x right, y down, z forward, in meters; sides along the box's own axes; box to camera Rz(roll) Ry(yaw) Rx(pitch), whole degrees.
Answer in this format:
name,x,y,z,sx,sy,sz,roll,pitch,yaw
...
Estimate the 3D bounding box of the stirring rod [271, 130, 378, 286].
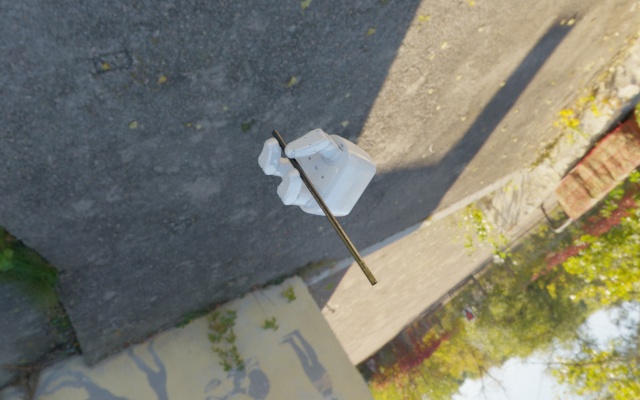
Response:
name,x,y,z,sx,sy,sz,roll,pitch,yaw
stirring rod,0.000,0.002,0.585,0.011,0.239,0.011,-28,-23,-13
